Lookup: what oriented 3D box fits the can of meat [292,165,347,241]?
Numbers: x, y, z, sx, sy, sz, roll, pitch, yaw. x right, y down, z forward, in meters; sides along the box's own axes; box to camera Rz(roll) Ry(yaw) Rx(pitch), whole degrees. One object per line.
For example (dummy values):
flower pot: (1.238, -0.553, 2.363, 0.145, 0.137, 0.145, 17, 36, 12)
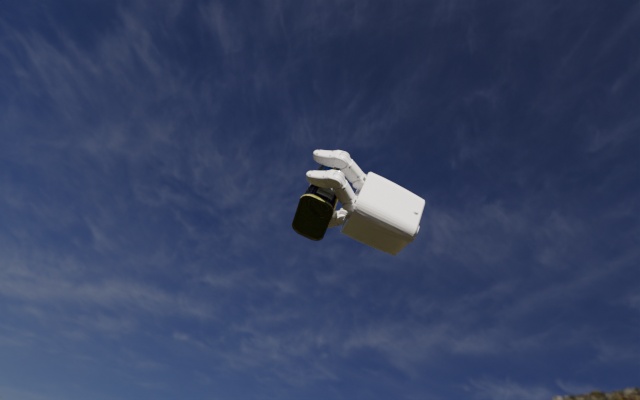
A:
can of meat: (0.000, 0.002, 0.794, 0.057, 0.084, 0.102, 24, -42, 4)
